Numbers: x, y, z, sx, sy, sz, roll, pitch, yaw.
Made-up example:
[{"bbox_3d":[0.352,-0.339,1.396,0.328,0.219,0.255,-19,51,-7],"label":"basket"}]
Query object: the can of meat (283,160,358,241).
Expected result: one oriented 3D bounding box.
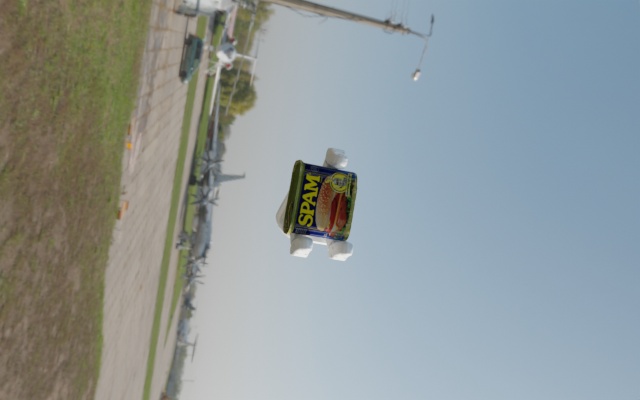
[{"bbox_3d":[0.000,0.002,0.656,0.084,0.102,0.057,10,-1,-14],"label":"can of meat"}]
